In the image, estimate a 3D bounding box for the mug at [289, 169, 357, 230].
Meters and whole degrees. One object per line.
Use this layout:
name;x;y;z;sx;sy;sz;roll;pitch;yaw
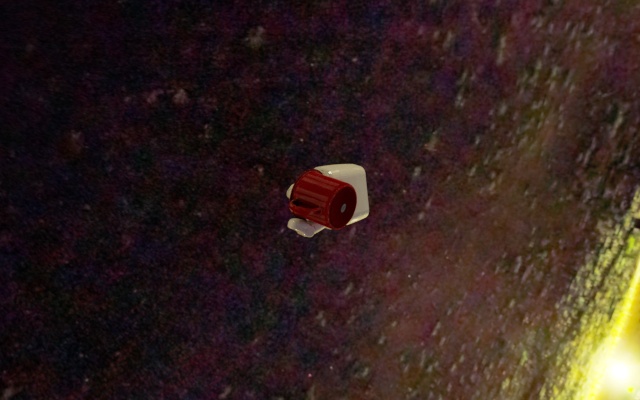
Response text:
mug;-0.001;0.003;0.803;0.081;0.093;0.117;20;24;38
